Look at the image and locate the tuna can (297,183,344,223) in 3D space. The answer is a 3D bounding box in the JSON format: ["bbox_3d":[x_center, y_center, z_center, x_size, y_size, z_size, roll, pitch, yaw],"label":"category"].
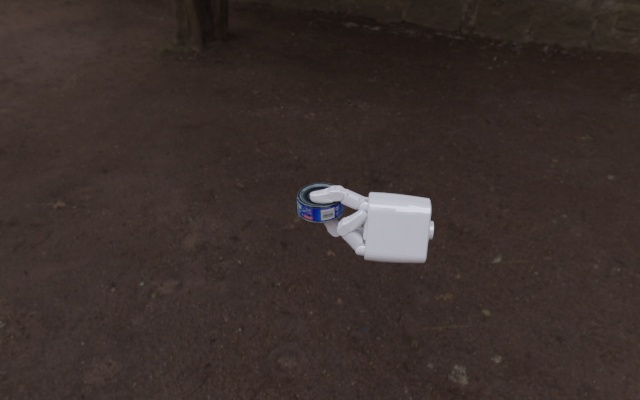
[{"bbox_3d":[0.000,0.002,0.857,0.086,0.034,0.086,-2,32,1],"label":"tuna can"}]
